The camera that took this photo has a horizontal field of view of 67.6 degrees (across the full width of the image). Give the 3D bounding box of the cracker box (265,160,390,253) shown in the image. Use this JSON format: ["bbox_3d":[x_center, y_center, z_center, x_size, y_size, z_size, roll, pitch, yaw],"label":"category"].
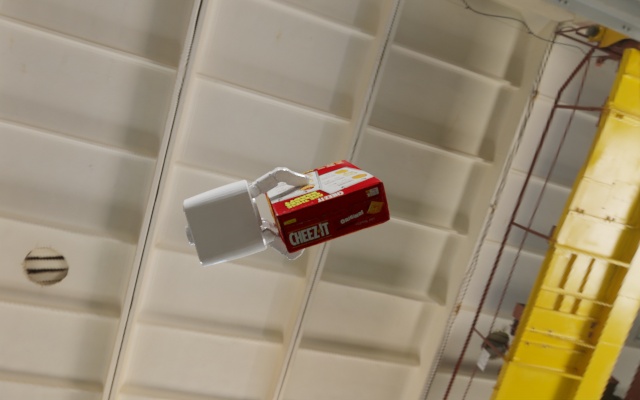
[{"bbox_3d":[0.000,0.002,0.790,0.164,0.072,0.213,-18,17,-8],"label":"cracker box"}]
